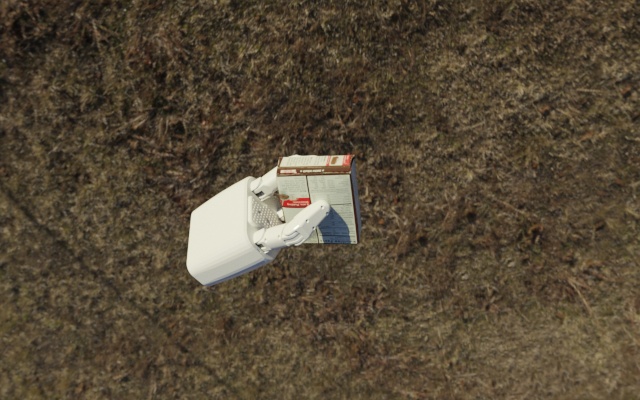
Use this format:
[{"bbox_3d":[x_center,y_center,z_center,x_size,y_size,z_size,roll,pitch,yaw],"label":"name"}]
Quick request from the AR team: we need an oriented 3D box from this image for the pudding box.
[{"bbox_3d":[0.000,0.002,0.569,0.090,0.114,0.039,-1,40,10],"label":"pudding box"}]
